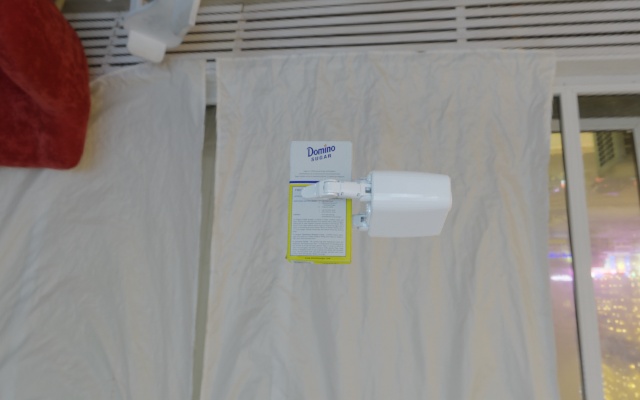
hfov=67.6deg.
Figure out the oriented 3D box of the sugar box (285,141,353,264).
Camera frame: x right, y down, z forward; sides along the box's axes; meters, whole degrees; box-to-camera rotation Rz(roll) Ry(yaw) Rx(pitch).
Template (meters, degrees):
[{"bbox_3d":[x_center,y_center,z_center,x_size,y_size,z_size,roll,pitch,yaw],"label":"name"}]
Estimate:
[{"bbox_3d":[0.000,0.003,0.695,0.093,0.176,0.048,1,-14,3],"label":"sugar box"}]
